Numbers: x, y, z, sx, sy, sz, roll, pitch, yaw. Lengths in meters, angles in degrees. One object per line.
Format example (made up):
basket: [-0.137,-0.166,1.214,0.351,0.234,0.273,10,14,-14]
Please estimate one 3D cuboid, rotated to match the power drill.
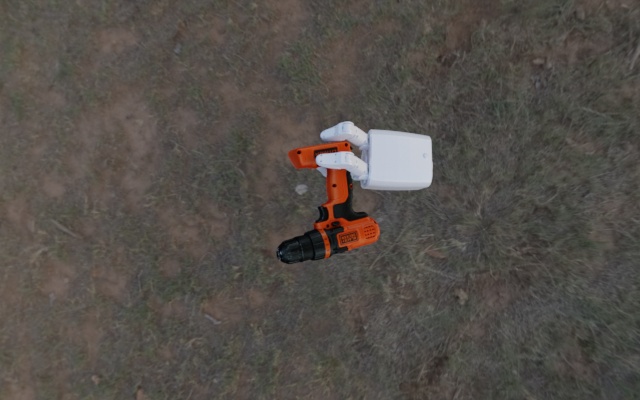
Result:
power drill: [0.000,0.002,0.797,0.184,0.187,0.057,-13,5,-24]
